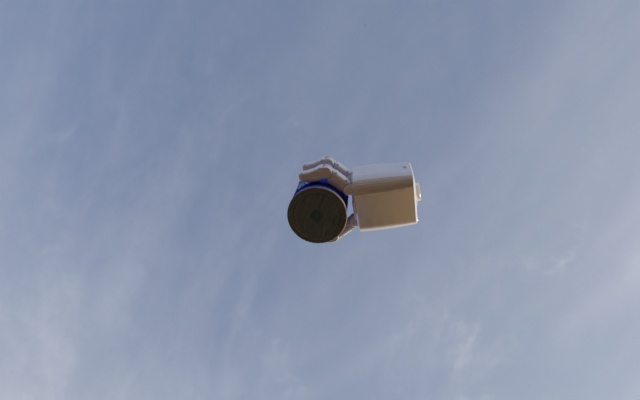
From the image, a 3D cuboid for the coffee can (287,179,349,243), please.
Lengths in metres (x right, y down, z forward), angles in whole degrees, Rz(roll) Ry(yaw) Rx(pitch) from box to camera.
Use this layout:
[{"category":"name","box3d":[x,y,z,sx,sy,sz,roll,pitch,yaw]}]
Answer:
[{"category":"coffee can","box3d":[0.000,0.003,0.873,0.103,0.103,0.140,0,20,5]}]
